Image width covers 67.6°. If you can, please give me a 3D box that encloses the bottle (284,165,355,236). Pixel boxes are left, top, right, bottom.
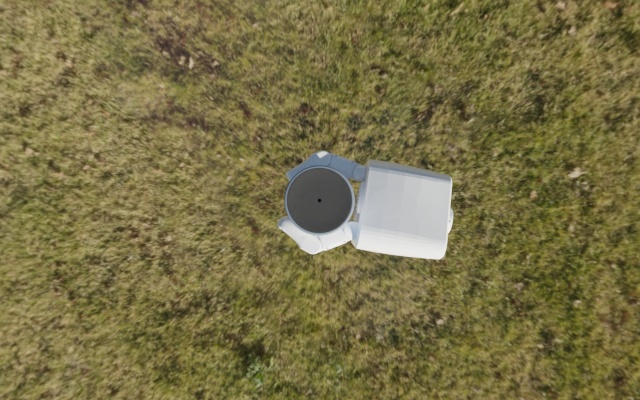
[{"bbox_3d":[0.000,0.002,0.594,0.069,0.069,0.296,0,-1,0],"label":"bottle"}]
